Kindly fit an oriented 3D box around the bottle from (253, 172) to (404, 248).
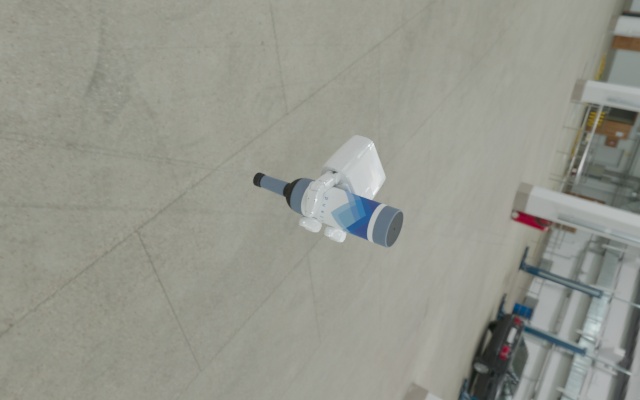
[{"bbox_3d":[0.000,0.003,0.853,0.295,0.069,0.069,20,10,28],"label":"bottle"}]
